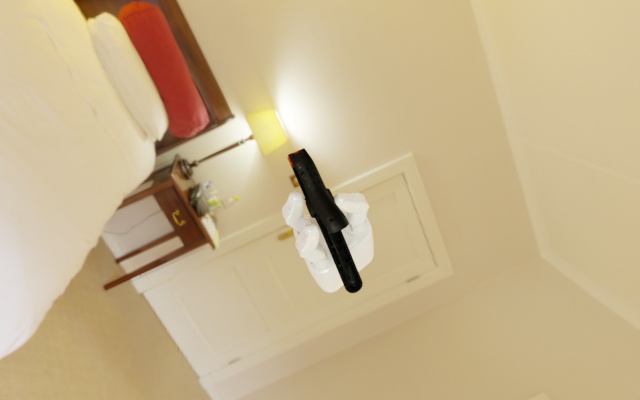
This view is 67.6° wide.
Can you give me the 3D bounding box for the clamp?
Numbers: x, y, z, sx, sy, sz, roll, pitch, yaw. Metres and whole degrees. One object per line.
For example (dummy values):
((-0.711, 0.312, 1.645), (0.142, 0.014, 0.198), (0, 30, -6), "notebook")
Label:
((0.001, 0.001, 0.619), (0.036, 0.210, 0.165), (-22, -31, -5), "clamp")
